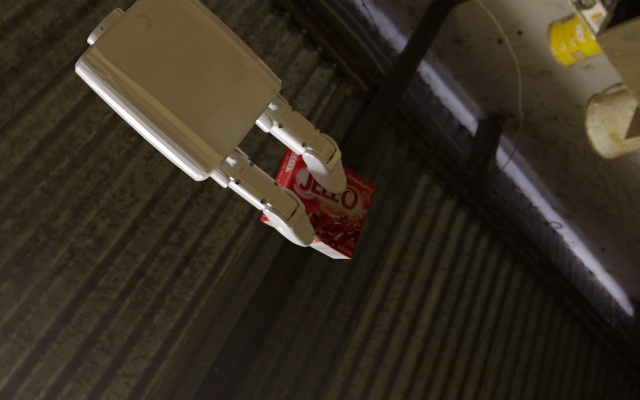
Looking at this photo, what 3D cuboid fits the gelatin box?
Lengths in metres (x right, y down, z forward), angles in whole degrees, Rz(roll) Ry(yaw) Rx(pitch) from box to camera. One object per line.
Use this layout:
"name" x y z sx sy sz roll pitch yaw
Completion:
"gelatin box" 0.000 0.002 0.418 0.089 0.073 0.030 31 -20 -31
